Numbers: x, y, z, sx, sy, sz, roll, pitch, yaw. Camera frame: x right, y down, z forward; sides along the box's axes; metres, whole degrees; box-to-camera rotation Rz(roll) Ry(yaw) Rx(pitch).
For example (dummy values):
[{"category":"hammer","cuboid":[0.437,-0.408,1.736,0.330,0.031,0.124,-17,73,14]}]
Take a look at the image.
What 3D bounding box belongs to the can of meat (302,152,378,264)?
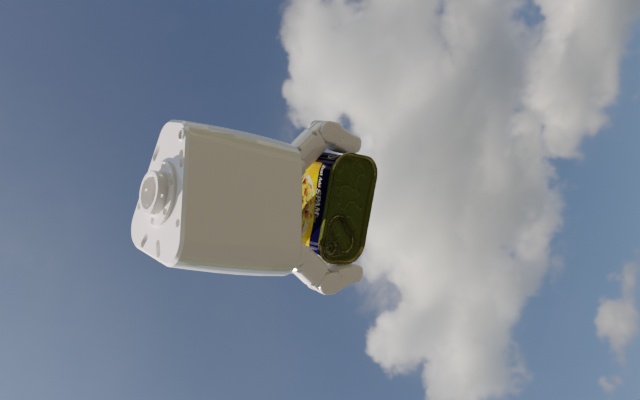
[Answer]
[{"category":"can of meat","cuboid":[0.000,0.001,0.463,0.057,0.102,0.084,5,6,-42]}]
